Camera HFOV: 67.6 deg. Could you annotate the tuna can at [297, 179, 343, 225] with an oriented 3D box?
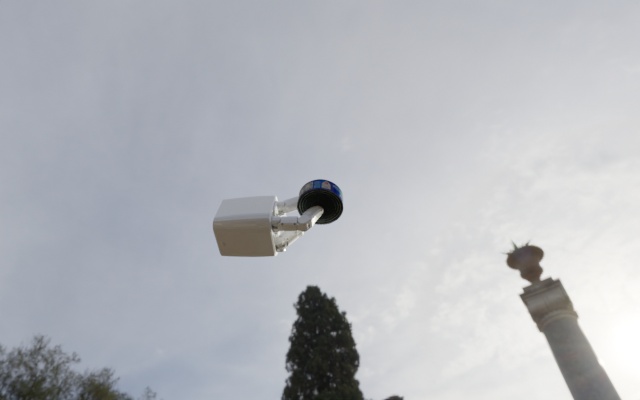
[{"bbox_3d":[0.000,0.003,0.889,0.086,0.086,0.033,0,39,4],"label":"tuna can"}]
